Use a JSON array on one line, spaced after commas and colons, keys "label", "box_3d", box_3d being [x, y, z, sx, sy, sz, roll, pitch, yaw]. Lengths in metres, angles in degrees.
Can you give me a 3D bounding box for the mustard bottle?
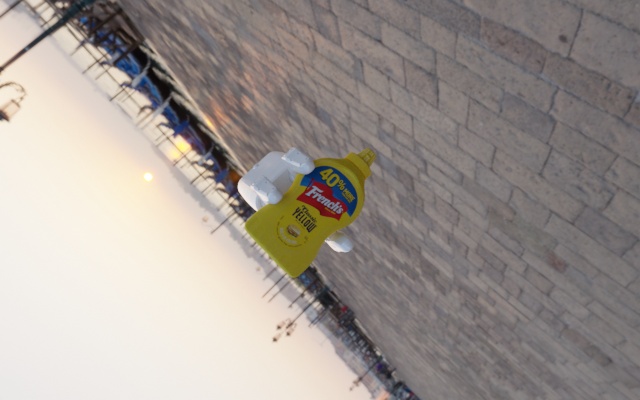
[{"label": "mustard bottle", "box_3d": [0.000, 0.002, 0.621, 0.191, 0.096, 0.058, -44, 4, -9]}]
